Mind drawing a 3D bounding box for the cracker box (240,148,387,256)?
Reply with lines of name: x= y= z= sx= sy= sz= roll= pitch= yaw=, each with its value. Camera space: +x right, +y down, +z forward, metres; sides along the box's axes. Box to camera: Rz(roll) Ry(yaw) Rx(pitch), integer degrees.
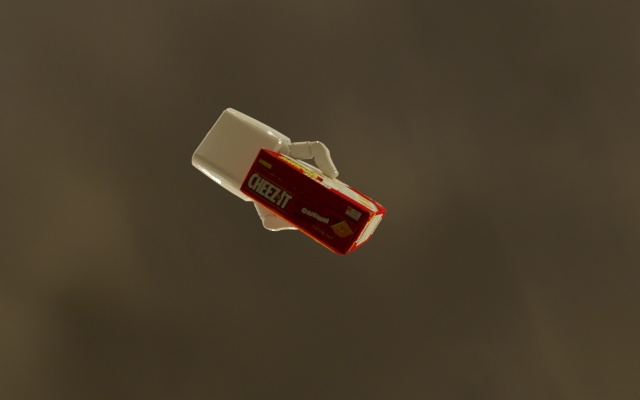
cracker box: x=0.000 y=0.002 z=0.690 sx=0.164 sy=0.072 sz=0.213 roll=31 pitch=7 yaw=11
